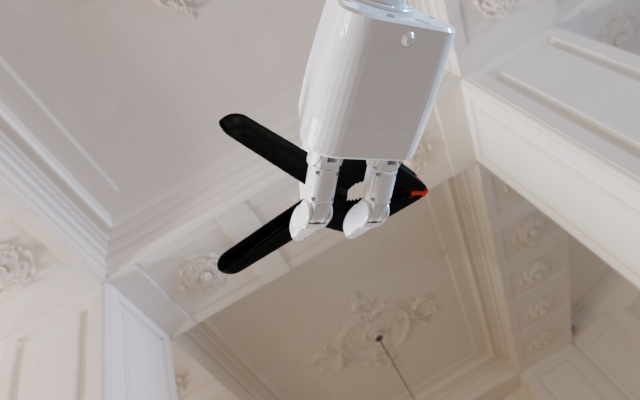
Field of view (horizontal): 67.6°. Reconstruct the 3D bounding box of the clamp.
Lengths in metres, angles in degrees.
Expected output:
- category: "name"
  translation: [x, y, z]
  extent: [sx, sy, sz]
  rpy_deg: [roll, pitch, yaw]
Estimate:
- category: "clamp"
  translation: [0.000, 0.001, 0.449]
  extent: [0.210, 0.165, 0.036]
  rpy_deg: [0, 37, -24]
